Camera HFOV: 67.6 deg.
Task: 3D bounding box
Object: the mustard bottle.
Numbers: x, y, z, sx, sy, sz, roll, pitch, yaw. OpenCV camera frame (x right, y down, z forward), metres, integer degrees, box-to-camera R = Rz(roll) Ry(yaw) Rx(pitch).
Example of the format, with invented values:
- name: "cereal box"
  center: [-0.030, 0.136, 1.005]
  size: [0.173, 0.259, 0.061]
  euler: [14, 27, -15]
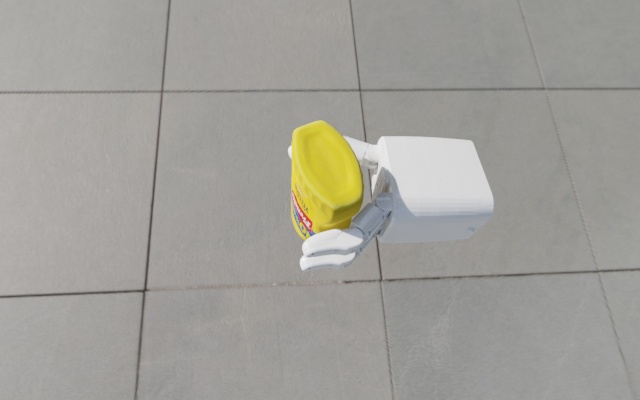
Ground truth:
- name: "mustard bottle"
  center: [0.000, 0.002, 0.524]
  size: [0.058, 0.096, 0.192]
  euler: [-23, -19, -13]
